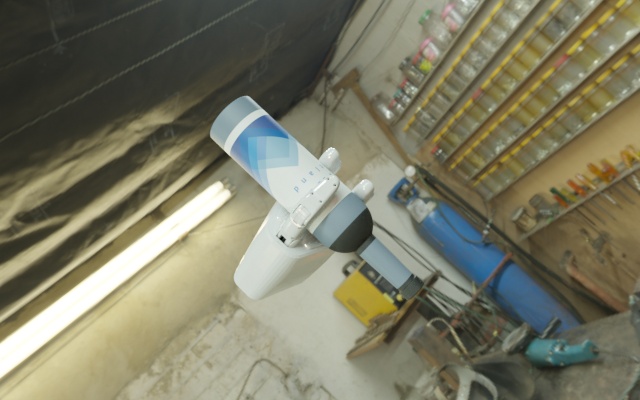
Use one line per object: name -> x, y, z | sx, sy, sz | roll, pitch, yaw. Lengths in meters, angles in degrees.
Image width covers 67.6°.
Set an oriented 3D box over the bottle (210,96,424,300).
bottle -> 0.000, 0.002, 0.549 | 0.295, 0.069, 0.069 | 43, 6, 7
